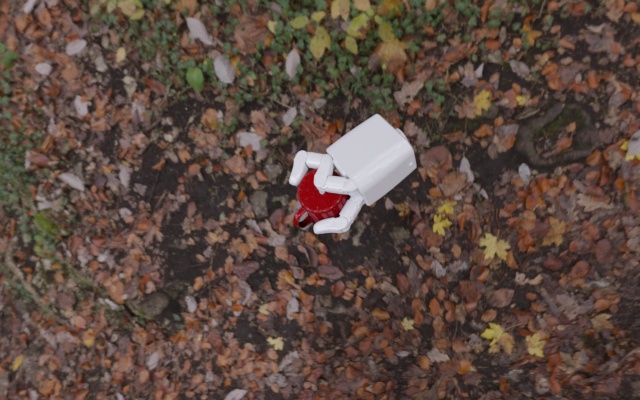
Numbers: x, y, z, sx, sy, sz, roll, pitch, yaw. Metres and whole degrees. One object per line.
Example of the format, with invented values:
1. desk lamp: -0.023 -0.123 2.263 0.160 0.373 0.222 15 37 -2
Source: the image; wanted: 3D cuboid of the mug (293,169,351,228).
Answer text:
1. mug: -0.001 0.003 0.820 0.117 0.093 0.081 -39 -25 0
